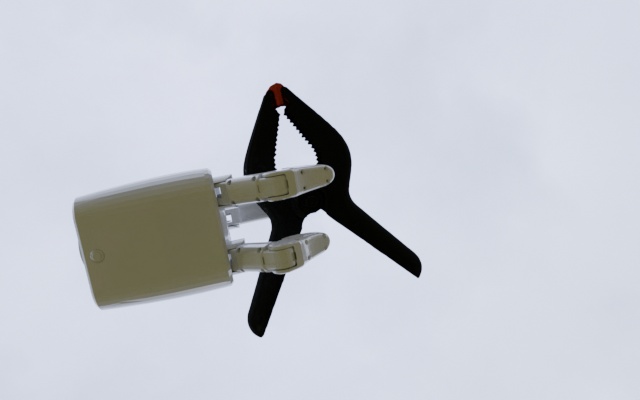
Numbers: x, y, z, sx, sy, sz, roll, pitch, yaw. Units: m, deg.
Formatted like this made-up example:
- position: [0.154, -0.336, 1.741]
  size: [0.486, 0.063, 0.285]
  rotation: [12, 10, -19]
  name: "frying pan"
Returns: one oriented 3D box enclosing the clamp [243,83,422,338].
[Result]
- position: [0.000, 0.001, 0.418]
  size: [0.164, 0.210, 0.036]
  rotation: [-12, 7, -12]
  name: "clamp"
